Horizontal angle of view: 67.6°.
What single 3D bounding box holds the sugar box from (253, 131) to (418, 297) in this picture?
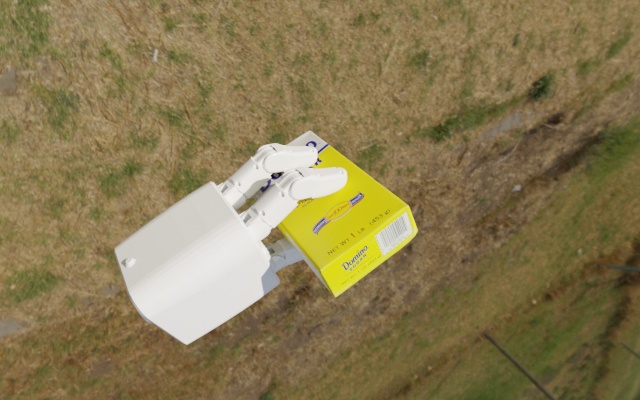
[{"bbox_3d":[0.000,0.001,0.454,0.093,0.048,0.176,-35,43,-11],"label":"sugar box"}]
